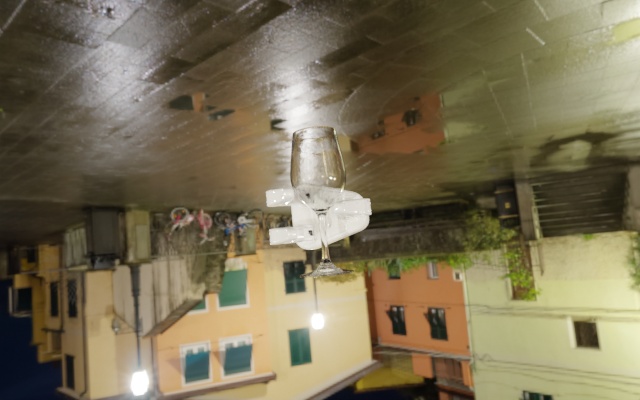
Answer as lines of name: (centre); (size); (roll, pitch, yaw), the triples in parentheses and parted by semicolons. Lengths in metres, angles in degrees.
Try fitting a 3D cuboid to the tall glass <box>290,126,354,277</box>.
tall glass: (0.000, 0.003, 0.662); (0.079, 0.201, 0.079); (-5, -6, -1)
